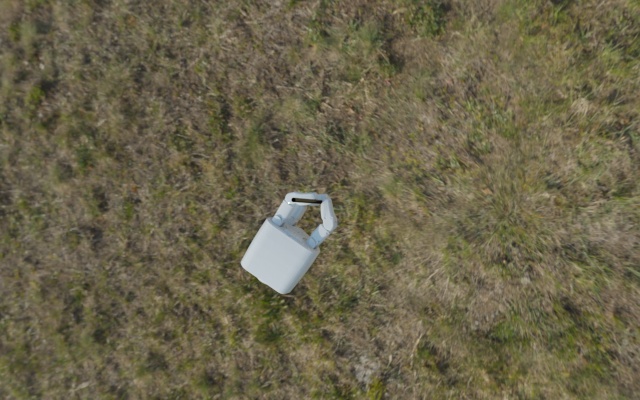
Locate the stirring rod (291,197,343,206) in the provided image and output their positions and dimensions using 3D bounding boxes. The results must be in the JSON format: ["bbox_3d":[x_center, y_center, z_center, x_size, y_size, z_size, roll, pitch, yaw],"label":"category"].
[{"bbox_3d":[0.000,0.003,0.882,0.011,0.011,0.239,0,-2,21],"label":"stirring rod"}]
